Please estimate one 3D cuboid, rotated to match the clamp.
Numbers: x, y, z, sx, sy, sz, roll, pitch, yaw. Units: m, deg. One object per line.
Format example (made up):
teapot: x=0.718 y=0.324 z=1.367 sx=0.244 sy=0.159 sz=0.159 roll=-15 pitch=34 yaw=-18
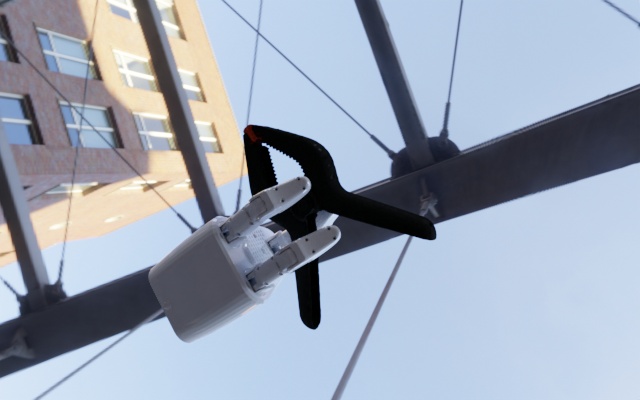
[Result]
clamp: x=0.000 y=0.001 z=0.471 sx=0.164 sy=0.210 sz=0.036 roll=-34 pitch=-9 yaw=20
